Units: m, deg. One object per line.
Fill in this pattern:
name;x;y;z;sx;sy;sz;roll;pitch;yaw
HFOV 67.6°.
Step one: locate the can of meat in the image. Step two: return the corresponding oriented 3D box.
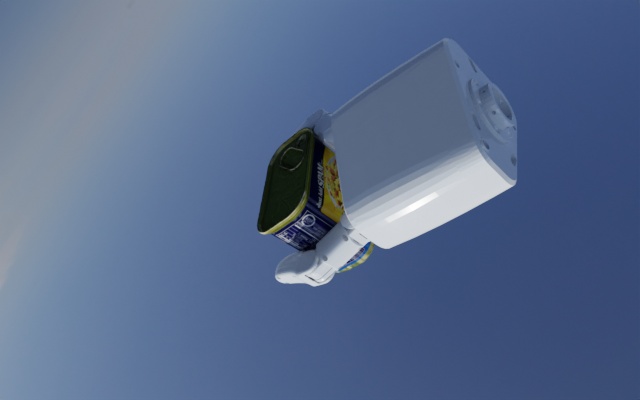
can of meat;0.000;0.002;0.411;0.084;0.102;0.057;34;-50;-29
